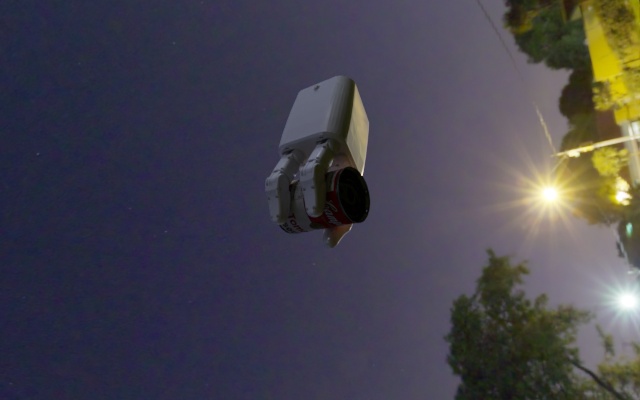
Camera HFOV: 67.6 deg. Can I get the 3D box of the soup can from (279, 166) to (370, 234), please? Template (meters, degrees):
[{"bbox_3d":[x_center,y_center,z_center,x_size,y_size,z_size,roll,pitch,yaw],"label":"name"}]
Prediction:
[{"bbox_3d":[0.000,0.002,0.589,0.102,0.068,0.068,-13,-7,35],"label":"soup can"}]
